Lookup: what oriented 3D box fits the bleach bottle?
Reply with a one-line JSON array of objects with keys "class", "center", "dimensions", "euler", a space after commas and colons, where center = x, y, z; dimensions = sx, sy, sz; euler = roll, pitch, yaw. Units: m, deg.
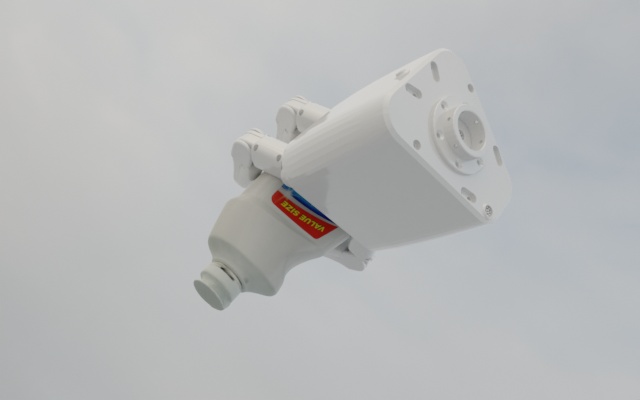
[{"class": "bleach bottle", "center": [0.000, 0.001, 0.406], "dimensions": [0.250, 0.102, 0.068], "euler": [-44, 16, -35]}]
